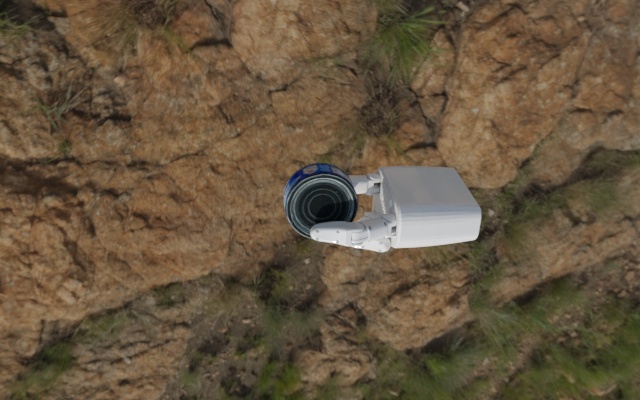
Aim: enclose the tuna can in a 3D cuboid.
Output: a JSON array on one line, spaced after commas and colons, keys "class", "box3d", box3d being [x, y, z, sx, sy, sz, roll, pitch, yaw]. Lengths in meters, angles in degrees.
[{"class": "tuna can", "box3d": [0.000, 0.002, 0.555, 0.086, 0.086, 0.033, 0, 24, -8]}]
